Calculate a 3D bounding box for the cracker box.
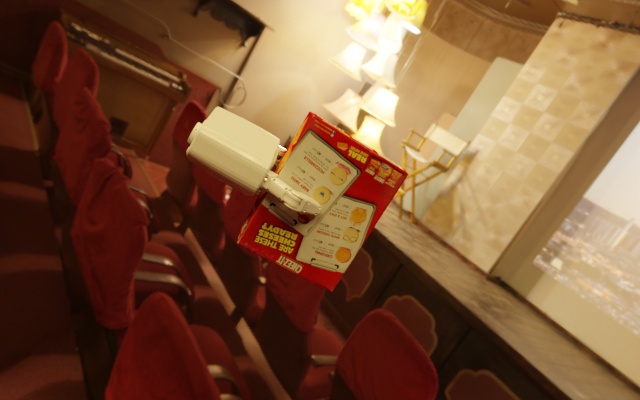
[{"bbox_3d":[0.000,0.002,0.709,0.164,0.214,0.072,29,11,-13],"label":"cracker box"}]
